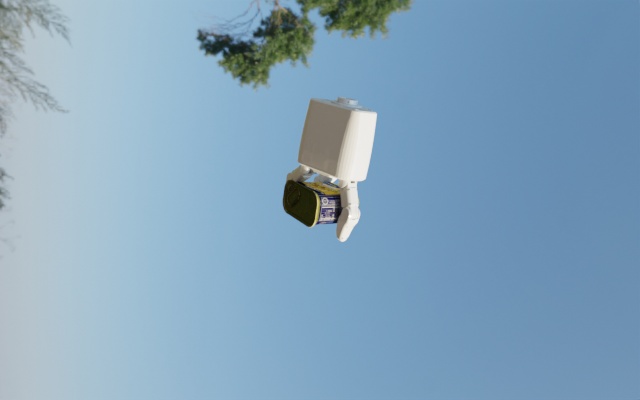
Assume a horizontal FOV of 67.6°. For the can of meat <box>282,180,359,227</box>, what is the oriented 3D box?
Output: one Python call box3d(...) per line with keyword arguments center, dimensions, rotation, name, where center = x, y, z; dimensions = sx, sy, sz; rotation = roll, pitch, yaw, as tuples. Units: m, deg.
box3d(center=(0.000, 0.003, 0.774), dimensions=(0.084, 0.057, 0.102), rotation=(-2, 18, -34), name="can of meat")
